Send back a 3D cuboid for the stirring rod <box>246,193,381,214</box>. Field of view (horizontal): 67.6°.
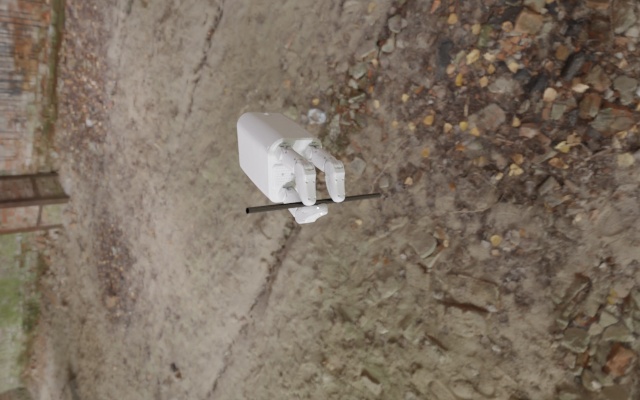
[{"bbox_3d":[0.000,0.002,0.674,0.239,0.011,0.011,-7,4,-40],"label":"stirring rod"}]
